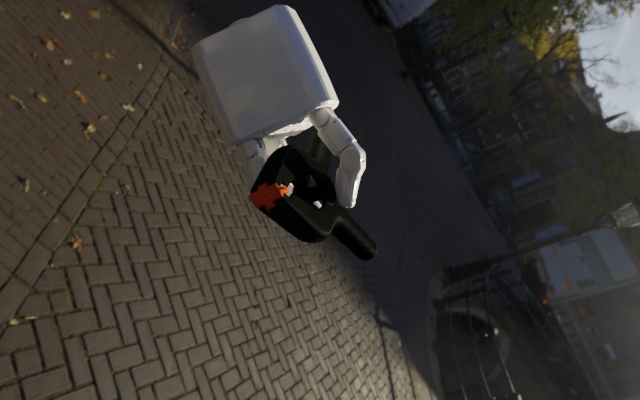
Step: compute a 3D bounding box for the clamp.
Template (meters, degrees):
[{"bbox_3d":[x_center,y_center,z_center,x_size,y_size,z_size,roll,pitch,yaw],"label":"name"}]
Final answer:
[{"bbox_3d":[0.000,0.001,0.472,0.036,0.164,0.210,-24,0,22],"label":"clamp"}]
